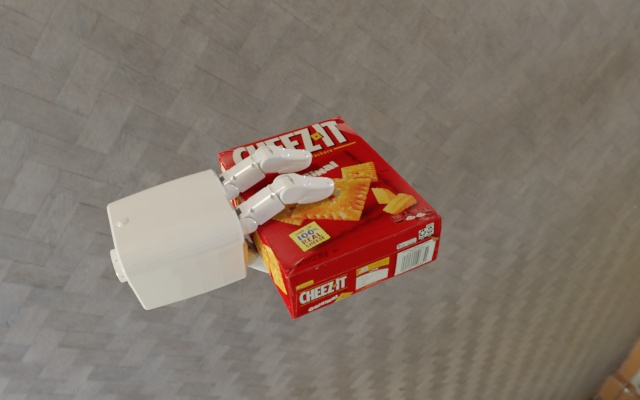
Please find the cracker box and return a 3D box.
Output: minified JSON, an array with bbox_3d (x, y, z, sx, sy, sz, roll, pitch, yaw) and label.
[{"bbox_3d":[0.000,0.002,0.515,0.164,0.072,0.213,-19,44,-17],"label":"cracker box"}]
